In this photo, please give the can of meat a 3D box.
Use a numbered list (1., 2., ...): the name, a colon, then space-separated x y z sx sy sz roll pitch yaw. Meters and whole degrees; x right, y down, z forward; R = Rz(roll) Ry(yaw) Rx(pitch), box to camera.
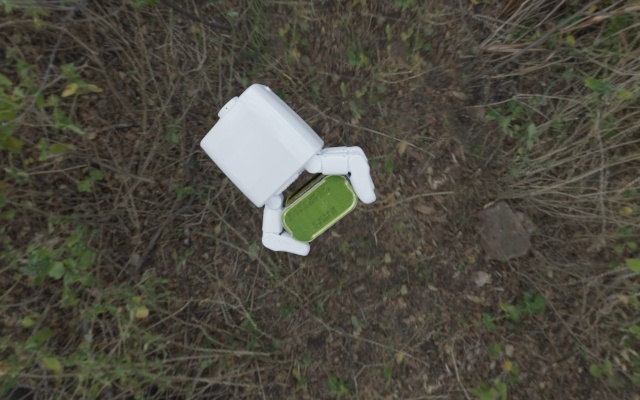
1. can of meat: 0.000 0.002 0.606 0.102 0.057 0.084 -39 7 9
